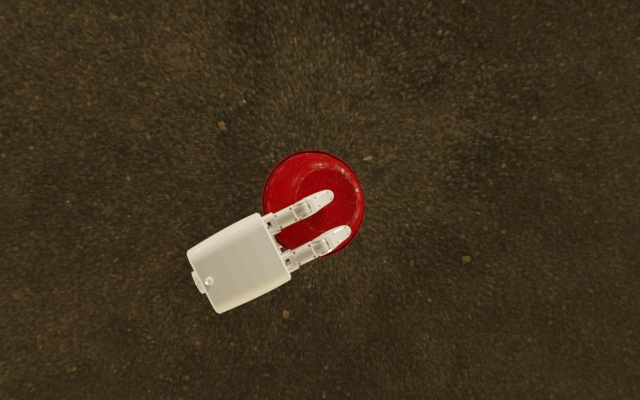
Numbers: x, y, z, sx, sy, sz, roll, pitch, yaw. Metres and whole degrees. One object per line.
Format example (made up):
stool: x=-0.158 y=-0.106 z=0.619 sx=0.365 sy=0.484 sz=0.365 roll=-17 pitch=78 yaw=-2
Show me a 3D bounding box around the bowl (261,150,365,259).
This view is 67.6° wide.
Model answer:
bowl: x=0.001 y=0.001 z=0.684 sx=0.162 sy=0.162 sz=0.055 roll=0 pitch=-5 yaw=-20
